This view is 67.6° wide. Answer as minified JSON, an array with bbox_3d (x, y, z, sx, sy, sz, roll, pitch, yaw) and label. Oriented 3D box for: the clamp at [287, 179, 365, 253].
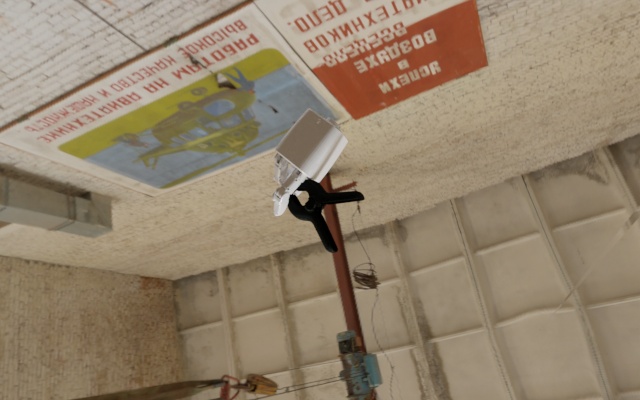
[{"bbox_3d":[0.000,0.003,0.889,0.171,0.120,0.039,40,5,28],"label":"clamp"}]
